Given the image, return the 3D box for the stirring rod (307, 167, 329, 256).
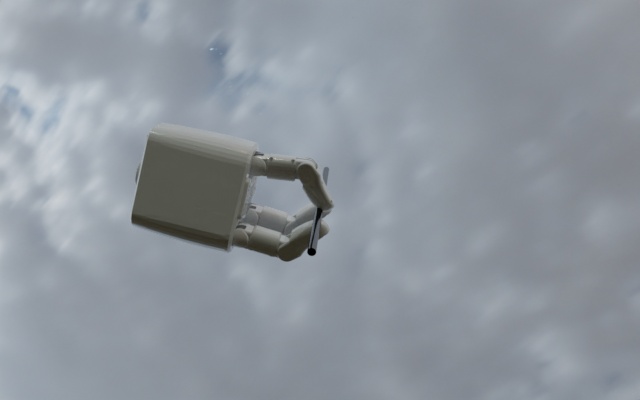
[{"bbox_3d":[0.000,0.002,0.525,0.011,0.011,0.239,0,21,4],"label":"stirring rod"}]
